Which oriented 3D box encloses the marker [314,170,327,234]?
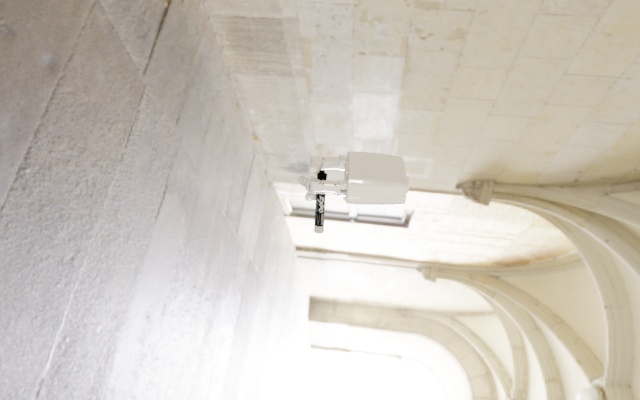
[{"bbox_3d":[0.000,0.003,0.876,0.020,0.121,0.020,3,22,-1],"label":"marker"}]
